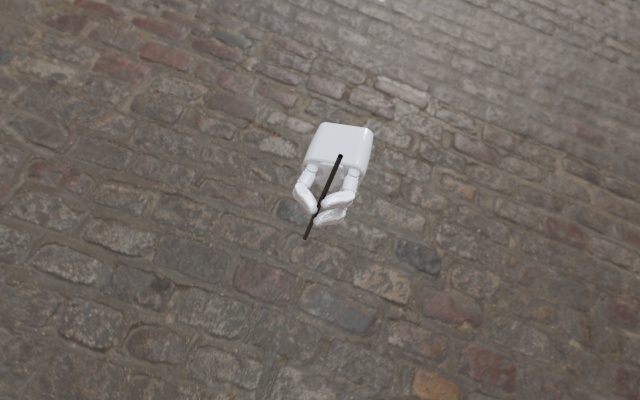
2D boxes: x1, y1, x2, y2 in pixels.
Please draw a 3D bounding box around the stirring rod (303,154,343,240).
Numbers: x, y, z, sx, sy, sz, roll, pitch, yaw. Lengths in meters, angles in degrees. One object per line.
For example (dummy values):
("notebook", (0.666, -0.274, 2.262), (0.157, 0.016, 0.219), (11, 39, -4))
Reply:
("stirring rod", (0.000, 0.003, 0.792), (0.011, 0.011, 0.240), (0, -34, -17))
